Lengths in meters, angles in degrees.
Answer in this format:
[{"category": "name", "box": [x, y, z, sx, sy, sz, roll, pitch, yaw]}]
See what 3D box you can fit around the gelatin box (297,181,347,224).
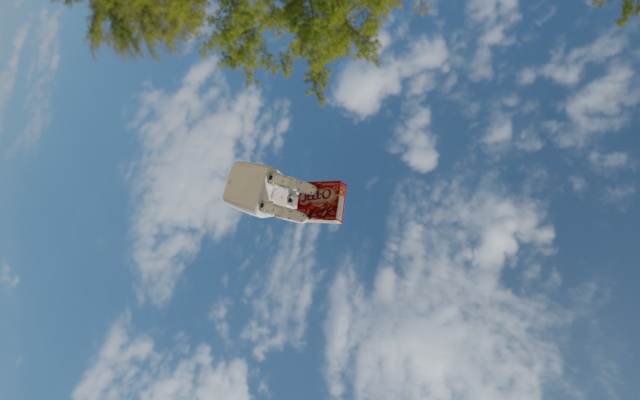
[{"category": "gelatin box", "box": [0.001, 0.003, 0.869, 0.089, 0.073, 0.030, 0, -15, 32]}]
